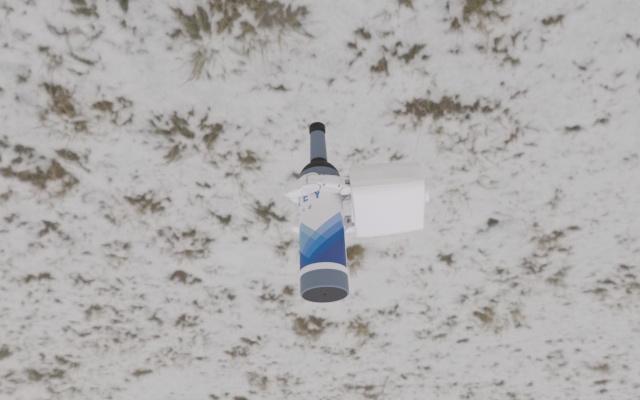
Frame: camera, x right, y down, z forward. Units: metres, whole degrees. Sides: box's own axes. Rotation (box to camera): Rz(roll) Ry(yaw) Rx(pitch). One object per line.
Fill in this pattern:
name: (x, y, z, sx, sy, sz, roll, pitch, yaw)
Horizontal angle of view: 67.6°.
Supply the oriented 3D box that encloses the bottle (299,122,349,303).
bottle: (0.000, 0.003, 0.723, 0.069, 0.295, 0.069, -2, -31, -1)
